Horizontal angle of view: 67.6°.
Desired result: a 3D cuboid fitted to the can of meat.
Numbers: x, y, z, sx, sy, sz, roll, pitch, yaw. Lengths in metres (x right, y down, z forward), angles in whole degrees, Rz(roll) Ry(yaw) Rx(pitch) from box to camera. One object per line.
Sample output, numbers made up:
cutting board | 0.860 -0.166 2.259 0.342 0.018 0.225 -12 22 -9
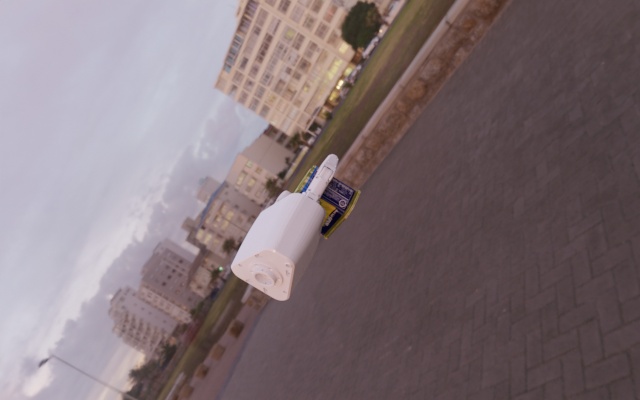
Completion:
can of meat | 0.000 0.002 0.744 0.084 0.057 0.102 32 -38 -5
